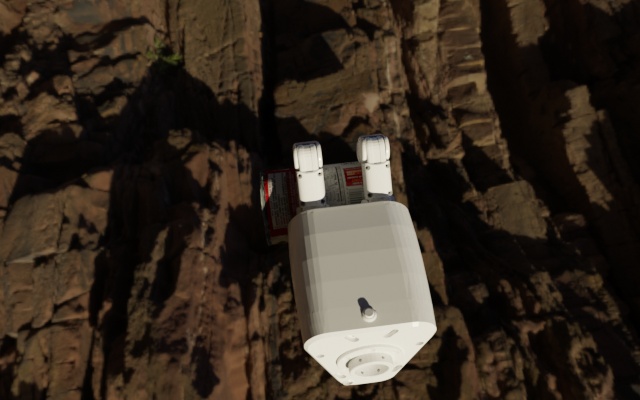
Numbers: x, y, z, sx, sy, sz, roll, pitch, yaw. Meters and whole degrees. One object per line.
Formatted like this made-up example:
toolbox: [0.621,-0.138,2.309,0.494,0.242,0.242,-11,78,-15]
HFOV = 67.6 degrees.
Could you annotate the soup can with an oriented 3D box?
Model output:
soup can: [0.000,0.001,0.433,0.102,0.068,0.068,-7,0,-2]
